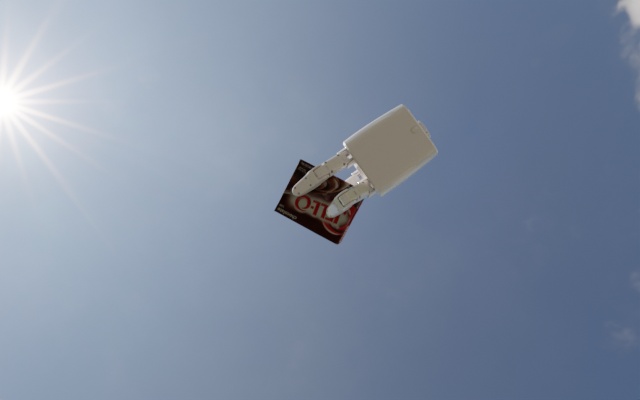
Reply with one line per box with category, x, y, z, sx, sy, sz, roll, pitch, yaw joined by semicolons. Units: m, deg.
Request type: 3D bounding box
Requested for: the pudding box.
pudding box;0.000;0.002;0.729;0.113;0.090;0.039;27;1;10
